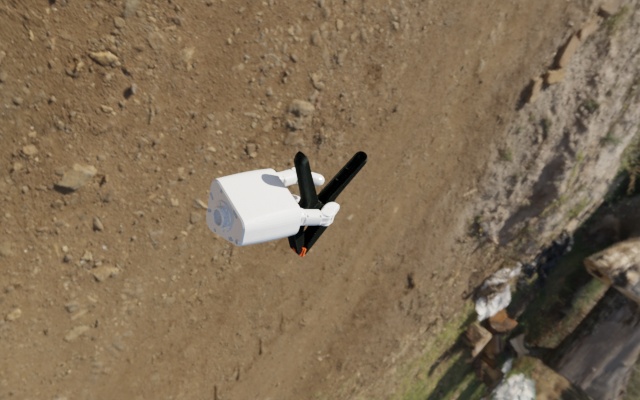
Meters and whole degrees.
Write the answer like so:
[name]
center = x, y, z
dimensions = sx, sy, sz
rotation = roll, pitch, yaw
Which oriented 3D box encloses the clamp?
[clamp]
center = 0.000, 0.004, 0.822
dimensions = 0.164, 0.210, 0.036
rotation = -13, 40, -41
